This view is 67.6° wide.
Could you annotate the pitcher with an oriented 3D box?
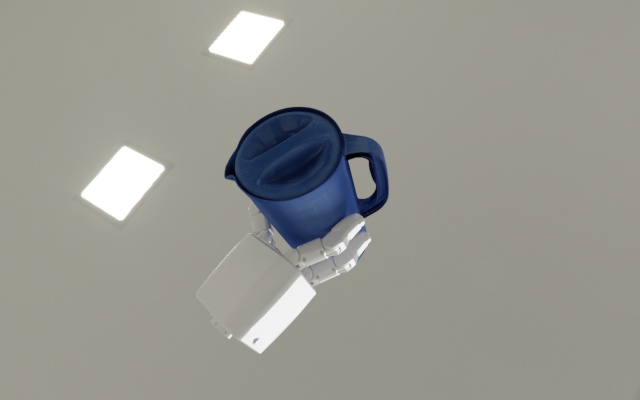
[{"bbox_3d":[0.000,0.002,0.628,0.149,0.145,0.243,33,-17,31],"label":"pitcher"}]
